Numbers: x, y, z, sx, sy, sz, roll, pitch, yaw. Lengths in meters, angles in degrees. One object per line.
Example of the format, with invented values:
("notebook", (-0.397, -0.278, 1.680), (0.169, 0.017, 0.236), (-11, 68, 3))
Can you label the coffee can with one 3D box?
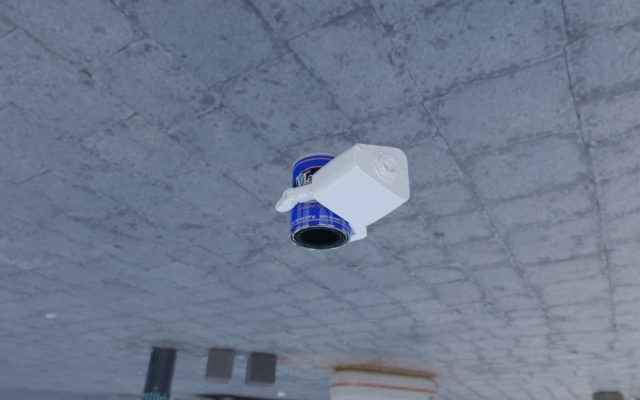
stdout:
("coffee can", (0.000, 0.003, 0.819), (0.103, 0.140, 0.103), (1, -29, 1))
